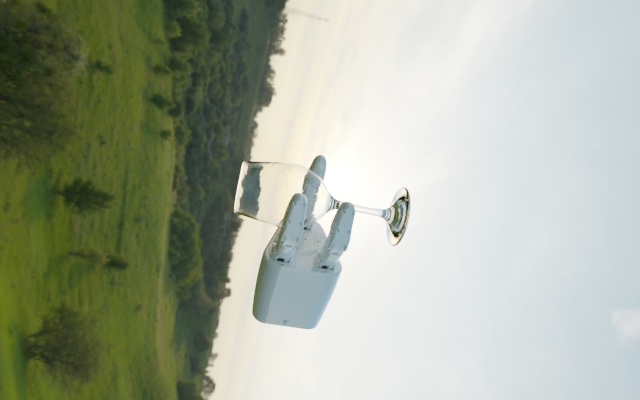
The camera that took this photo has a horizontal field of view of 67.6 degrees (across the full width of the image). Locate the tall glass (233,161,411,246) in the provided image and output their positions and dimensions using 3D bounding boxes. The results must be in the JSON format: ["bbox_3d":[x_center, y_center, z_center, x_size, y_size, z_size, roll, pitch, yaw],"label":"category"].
[{"bbox_3d":[0.001,0.002,0.572,0.201,0.079,0.079,11,-2,-10],"label":"tall glass"}]
